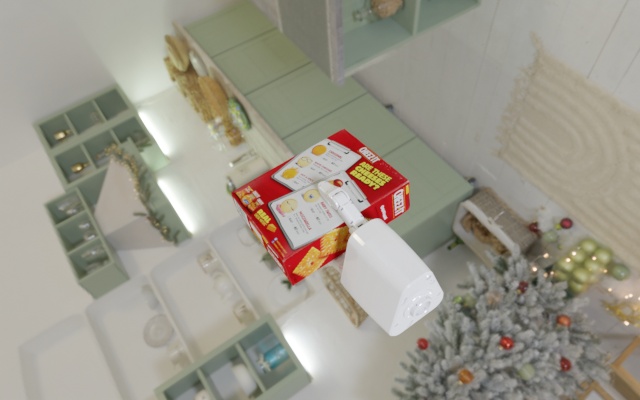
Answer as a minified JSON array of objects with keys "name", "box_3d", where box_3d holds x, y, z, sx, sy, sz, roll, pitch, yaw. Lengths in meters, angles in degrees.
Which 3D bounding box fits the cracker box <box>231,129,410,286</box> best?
[{"name":"cracker box","box_3d":[0.000,0.002,0.715,0.213,0.072,0.164,-31,50,-16]}]
